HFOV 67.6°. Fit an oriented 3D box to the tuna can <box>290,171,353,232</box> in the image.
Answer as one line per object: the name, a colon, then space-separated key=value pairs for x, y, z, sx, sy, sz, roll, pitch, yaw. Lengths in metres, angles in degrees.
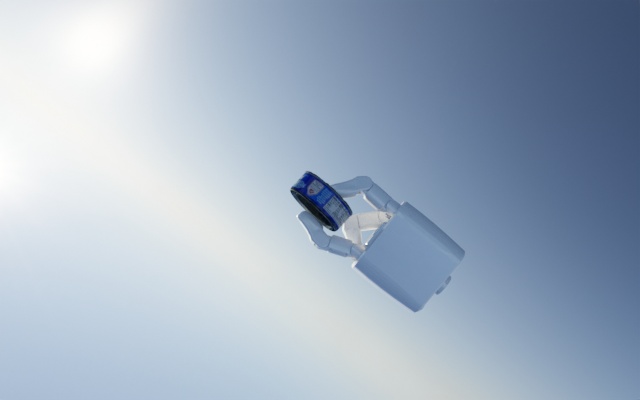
tuna can: x=0.000 y=0.002 z=0.637 sx=0.086 sy=0.033 sz=0.086 roll=41 pitch=-10 yaw=9
